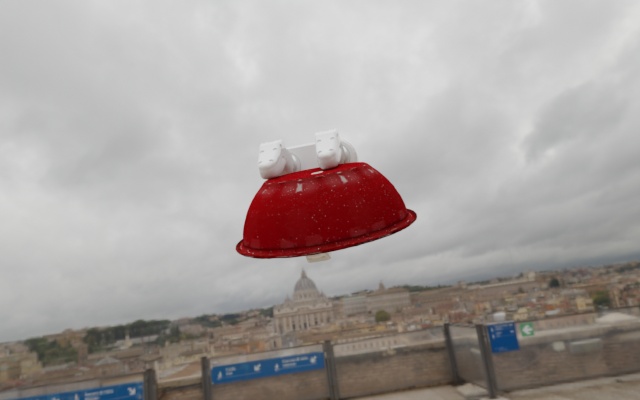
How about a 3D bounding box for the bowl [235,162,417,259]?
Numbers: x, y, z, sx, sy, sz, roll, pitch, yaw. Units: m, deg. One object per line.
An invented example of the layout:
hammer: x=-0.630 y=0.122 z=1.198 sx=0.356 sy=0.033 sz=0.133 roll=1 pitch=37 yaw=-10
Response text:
bowl: x=0.000 y=0.001 z=0.420 sx=0.162 sy=0.055 sz=0.162 roll=-10 pitch=8 yaw=2
